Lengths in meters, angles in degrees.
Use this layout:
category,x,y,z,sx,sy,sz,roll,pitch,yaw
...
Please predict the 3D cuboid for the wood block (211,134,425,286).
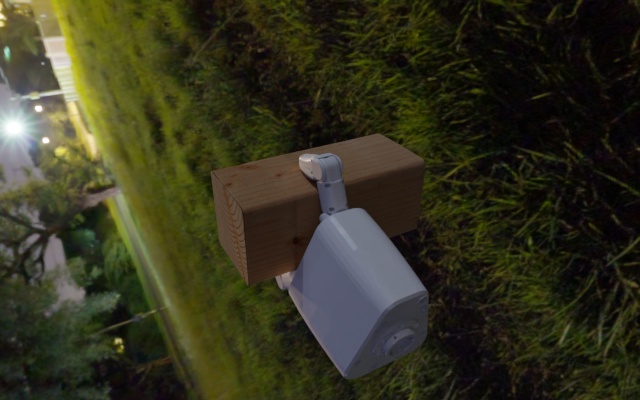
category,x,y,z,sx,sy,sz,roll,pitch,yaw
wood block,0.000,0.002,0.513,0.206,0.091,0.090,-16,34,-25
